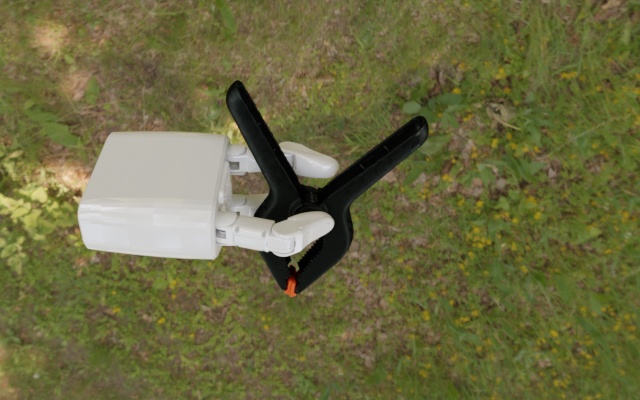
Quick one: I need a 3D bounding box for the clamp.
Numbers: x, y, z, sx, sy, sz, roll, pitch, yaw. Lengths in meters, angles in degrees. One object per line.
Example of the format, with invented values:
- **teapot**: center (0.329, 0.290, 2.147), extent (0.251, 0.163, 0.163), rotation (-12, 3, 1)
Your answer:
- **clamp**: center (0.000, 0.002, 0.428), extent (0.164, 0.210, 0.036), rotation (4, 32, -2)
